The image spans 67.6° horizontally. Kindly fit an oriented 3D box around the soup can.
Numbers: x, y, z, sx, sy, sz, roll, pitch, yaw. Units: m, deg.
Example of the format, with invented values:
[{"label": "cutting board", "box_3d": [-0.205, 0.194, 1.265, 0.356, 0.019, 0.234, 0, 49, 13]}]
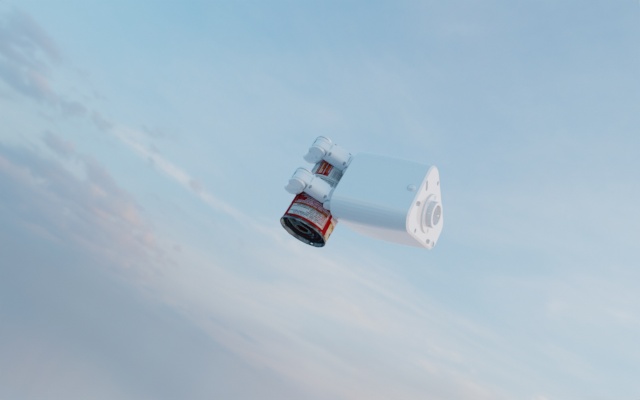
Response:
[{"label": "soup can", "box_3d": [0.000, 0.002, 0.640, 0.068, 0.102, 0.068, 25, -24, 12]}]
